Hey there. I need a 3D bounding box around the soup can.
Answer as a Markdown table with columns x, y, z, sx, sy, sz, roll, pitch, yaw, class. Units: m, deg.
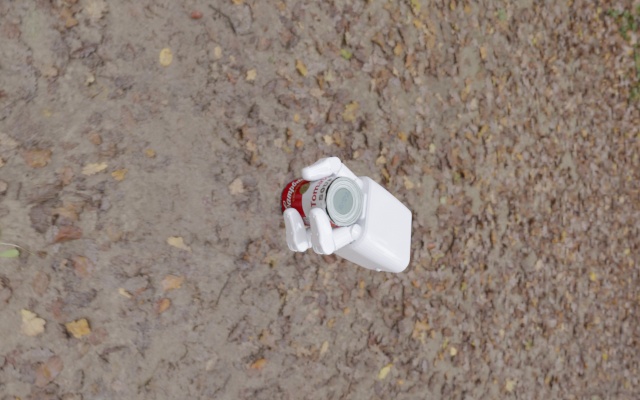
| x | y | z | sx | sy | sz | roll | pitch | yaw | class |
| --- | --- | --- | --- | --- | --- | --- | --- | --- | --- |
| 0.000 | 0.002 | 0.657 | 0.068 | 0.068 | 0.102 | 0 | -1 | -40 | soup can |
